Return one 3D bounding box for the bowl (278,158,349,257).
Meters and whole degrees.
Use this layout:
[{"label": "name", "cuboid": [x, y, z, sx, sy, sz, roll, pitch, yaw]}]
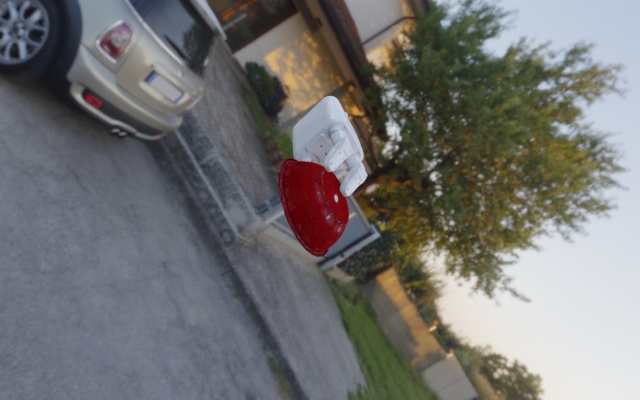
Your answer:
[{"label": "bowl", "cuboid": [0.001, 0.003, 0.735, 0.055, 0.162, 0.162, -19, -7, 21]}]
